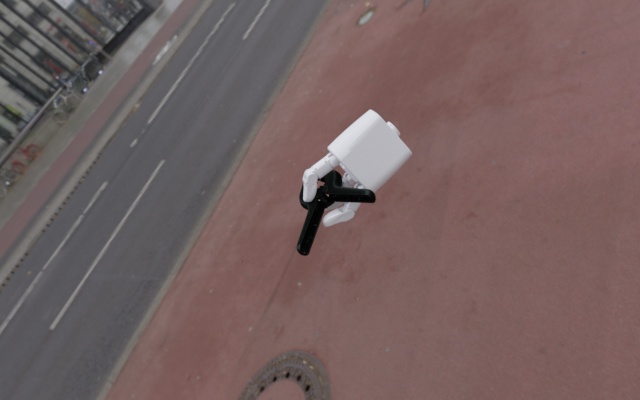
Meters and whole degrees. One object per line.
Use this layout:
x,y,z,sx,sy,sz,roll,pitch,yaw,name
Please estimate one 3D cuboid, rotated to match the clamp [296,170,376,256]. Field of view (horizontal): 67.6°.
0.000,0.002,0.881,0.036,0.164,0.210,46,4,-31,clamp
